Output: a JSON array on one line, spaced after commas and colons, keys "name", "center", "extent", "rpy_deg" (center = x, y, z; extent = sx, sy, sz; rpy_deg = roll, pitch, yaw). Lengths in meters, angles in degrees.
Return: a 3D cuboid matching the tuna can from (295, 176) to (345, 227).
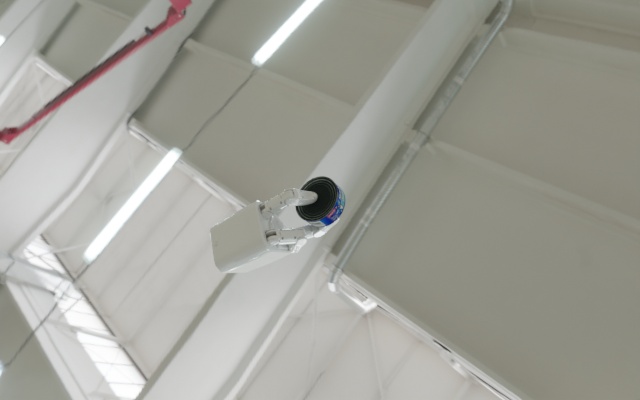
[{"name": "tuna can", "center": [0.000, 0.003, 0.838], "extent": [0.086, 0.086, 0.034], "rpy_deg": [0, -24, 34]}]
